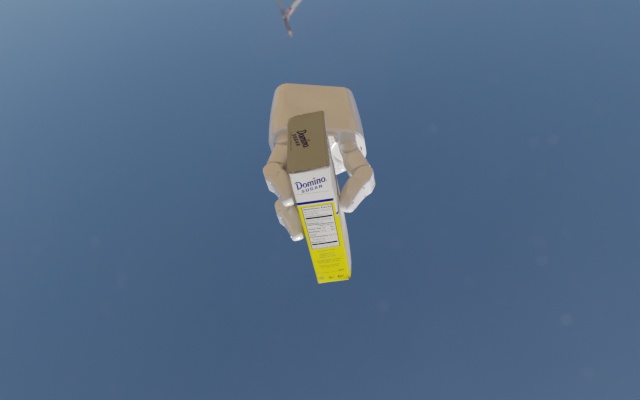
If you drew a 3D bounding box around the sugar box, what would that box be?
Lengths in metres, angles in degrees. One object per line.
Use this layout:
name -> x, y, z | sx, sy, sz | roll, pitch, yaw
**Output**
sugar box -> 0.000, 0.002, 0.523 | 0.048, 0.176, 0.093 | -10, 44, 6
